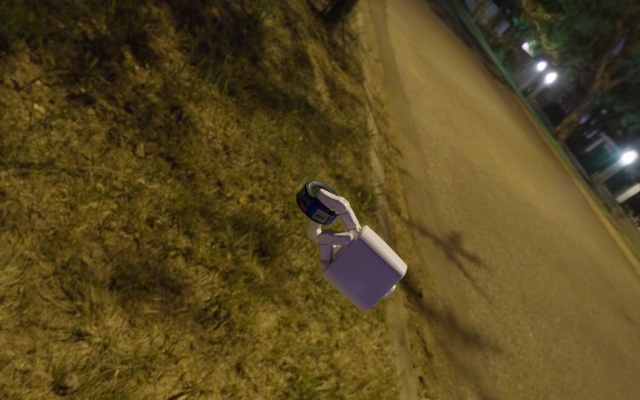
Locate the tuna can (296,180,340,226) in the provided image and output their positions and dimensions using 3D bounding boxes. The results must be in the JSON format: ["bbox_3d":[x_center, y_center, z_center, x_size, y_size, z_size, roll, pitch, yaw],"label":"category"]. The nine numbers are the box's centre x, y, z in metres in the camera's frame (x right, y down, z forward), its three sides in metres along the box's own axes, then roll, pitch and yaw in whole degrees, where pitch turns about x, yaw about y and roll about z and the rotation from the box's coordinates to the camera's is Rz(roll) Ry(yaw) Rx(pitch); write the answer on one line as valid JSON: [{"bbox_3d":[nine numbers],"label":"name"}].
[{"bbox_3d":[0.000,0.002,0.865,0.086,0.086,0.034,0,-42,-49],"label":"tuna can"}]
